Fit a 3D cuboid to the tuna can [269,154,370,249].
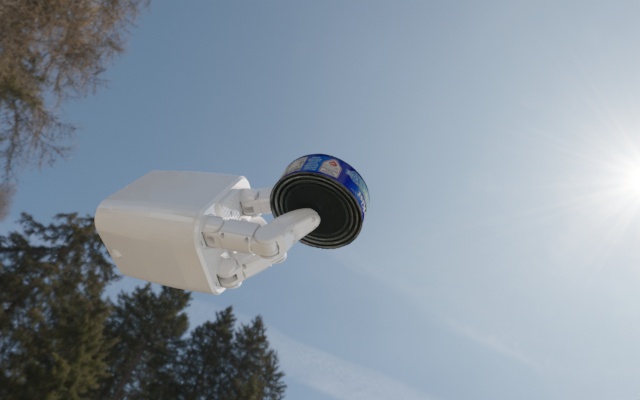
[{"bbox_3d":[0.000,0.001,0.429,0.086,0.086,0.033,0,37,23],"label":"tuna can"}]
